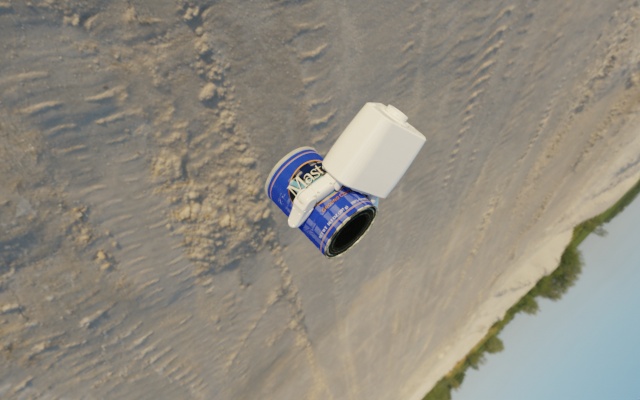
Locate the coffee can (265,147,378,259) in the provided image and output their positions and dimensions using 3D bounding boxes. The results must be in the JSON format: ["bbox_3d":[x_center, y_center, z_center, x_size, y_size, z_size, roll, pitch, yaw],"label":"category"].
[{"bbox_3d":[0.000,0.002,0.707,0.140,0.103,0.103,45,22,24],"label":"coffee can"}]
